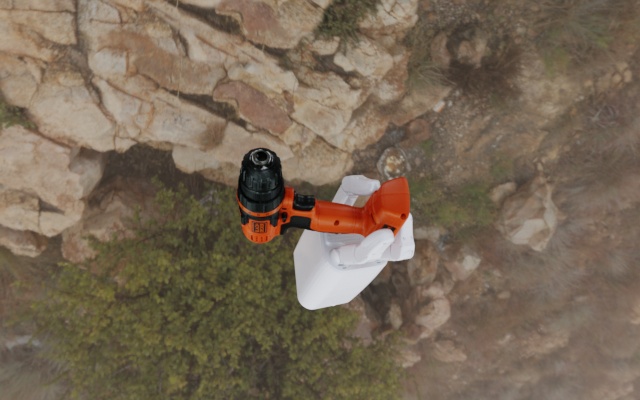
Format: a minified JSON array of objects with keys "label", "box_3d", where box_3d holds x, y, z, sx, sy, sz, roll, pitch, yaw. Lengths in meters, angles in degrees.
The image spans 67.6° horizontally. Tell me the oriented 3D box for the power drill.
[{"label":"power drill","box_3d":[0.001,0.002,0.540,0.187,0.057,0.184,5,-24,-6]}]
